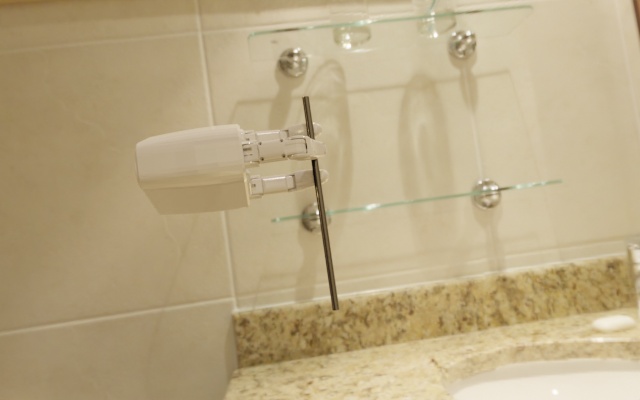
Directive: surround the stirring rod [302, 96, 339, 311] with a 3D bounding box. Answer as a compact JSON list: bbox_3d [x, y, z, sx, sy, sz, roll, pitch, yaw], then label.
[{"bbox_3d":[0.000,0.002,0.534,0.011,0.239,0.011,-8,-3,-1],"label":"stirring rod"}]
